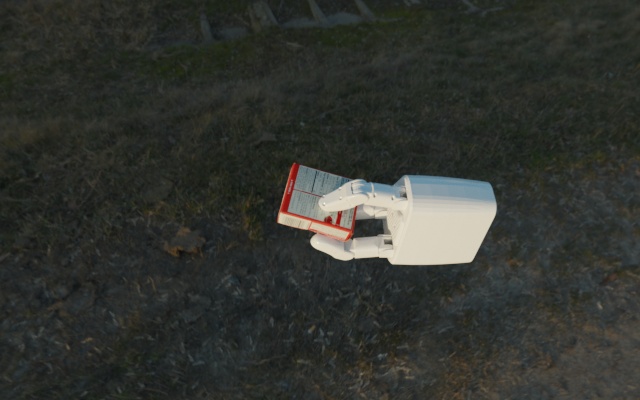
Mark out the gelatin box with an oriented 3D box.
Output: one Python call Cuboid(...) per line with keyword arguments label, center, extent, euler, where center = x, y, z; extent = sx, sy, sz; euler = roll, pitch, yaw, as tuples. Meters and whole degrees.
Cuboid(label="gelatin box", center=(0.000, 0.002, 0.572), extent=(0.089, 0.073, 0.030), euler=(16, -32, -5))
